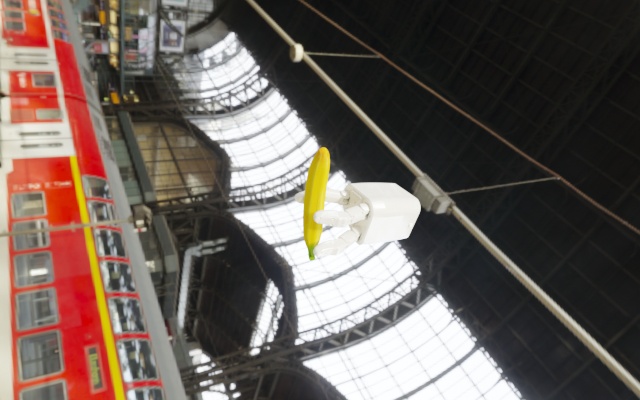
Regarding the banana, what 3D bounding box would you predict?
[{"bbox_3d":[-0.006,0.001,0.834,0.037,0.198,0.069,-1,16,-19],"label":"banana"}]
